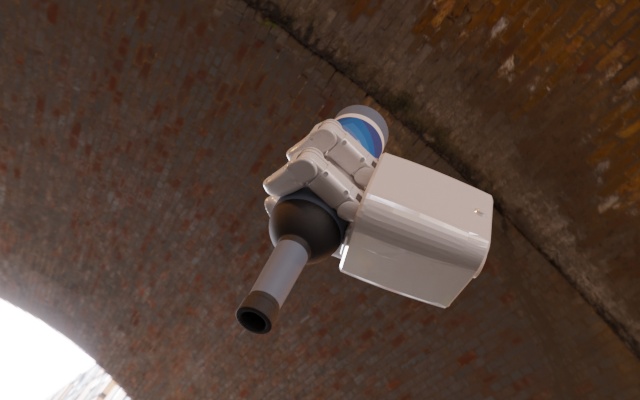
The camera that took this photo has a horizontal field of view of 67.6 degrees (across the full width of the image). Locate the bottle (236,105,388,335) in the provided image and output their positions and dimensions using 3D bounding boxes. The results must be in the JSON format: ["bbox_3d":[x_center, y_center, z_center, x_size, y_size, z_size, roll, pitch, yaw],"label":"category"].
[{"bbox_3d":[0.000,0.001,0.441,0.069,0.069,0.295,0,34,22],"label":"bottle"}]
